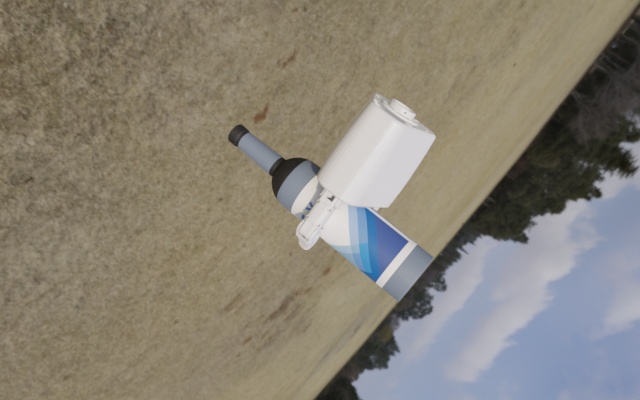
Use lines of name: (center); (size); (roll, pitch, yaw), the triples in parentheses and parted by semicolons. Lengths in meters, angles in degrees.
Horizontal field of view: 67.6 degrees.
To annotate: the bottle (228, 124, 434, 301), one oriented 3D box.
bottle: (0.000, 0.002, 0.589); (0.295, 0.069, 0.069); (39, 10, 13)
